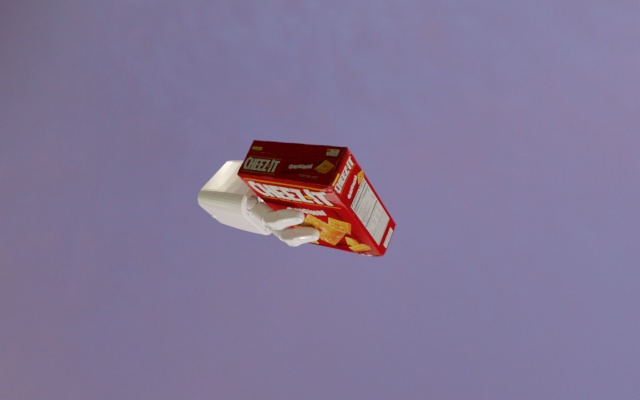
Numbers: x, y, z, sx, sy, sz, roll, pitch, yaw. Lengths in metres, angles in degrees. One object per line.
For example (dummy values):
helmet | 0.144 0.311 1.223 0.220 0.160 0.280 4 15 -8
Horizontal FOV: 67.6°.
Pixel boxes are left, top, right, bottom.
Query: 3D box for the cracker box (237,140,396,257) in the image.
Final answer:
cracker box | 0.000 0.002 0.724 0.164 0.072 0.214 8 -26 33
